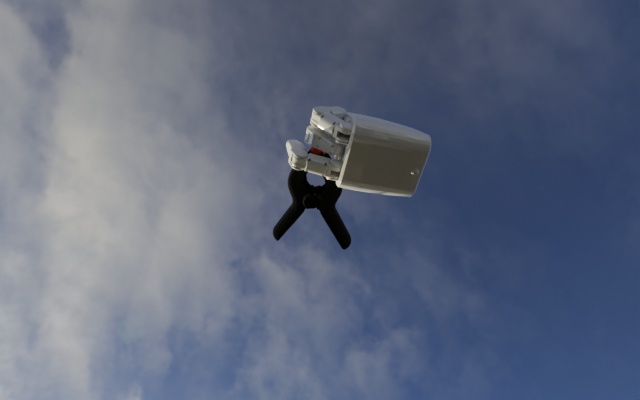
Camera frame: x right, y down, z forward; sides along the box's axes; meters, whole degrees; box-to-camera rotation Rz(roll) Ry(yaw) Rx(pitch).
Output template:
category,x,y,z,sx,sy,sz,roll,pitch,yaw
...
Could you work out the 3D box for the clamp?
category,x,y,z,sx,sy,sz,roll,pitch,yaw
clamp,0.000,0.002,0.700,0.120,0.172,0.039,11,35,-5
